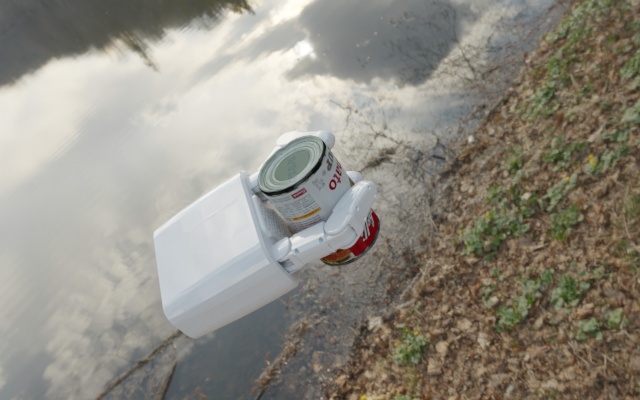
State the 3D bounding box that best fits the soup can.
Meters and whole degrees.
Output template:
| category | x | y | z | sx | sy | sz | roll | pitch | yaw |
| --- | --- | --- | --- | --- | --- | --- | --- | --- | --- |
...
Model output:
| category | x | y | z | sx | sy | sz | roll | pitch | yaw |
| --- | --- | --- | --- | --- | --- | --- | --- | --- | --- |
| soup can | 0.000 | 0.001 | 0.419 | 0.068 | 0.068 | 0.102 | 0 | -40 | 42 |
